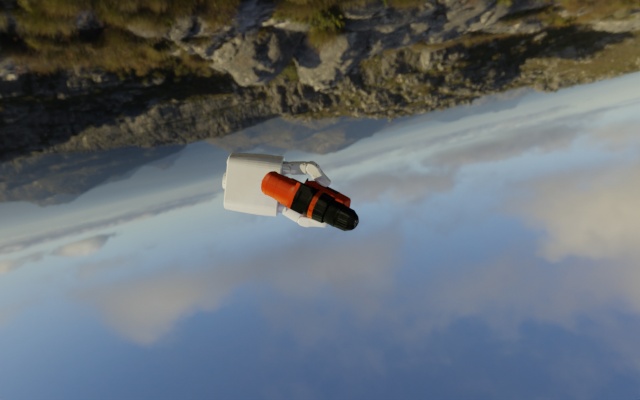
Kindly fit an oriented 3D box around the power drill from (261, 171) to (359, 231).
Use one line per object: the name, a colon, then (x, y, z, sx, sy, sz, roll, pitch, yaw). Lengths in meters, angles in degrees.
power drill: (0.000, 0.003, 0.884, 0.184, 0.057, 0.187, 27, 4, 15)
